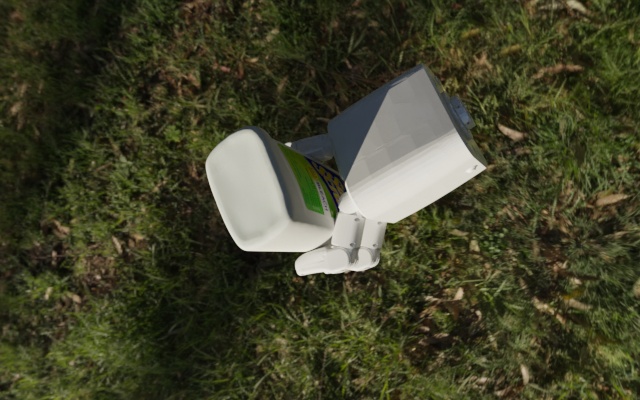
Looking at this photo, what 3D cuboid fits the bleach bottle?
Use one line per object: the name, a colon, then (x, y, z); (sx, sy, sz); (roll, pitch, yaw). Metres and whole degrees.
bleach bottle: (0.000, 0.002, 0.488); (0.068, 0.102, 0.251); (-31, -19, 22)
